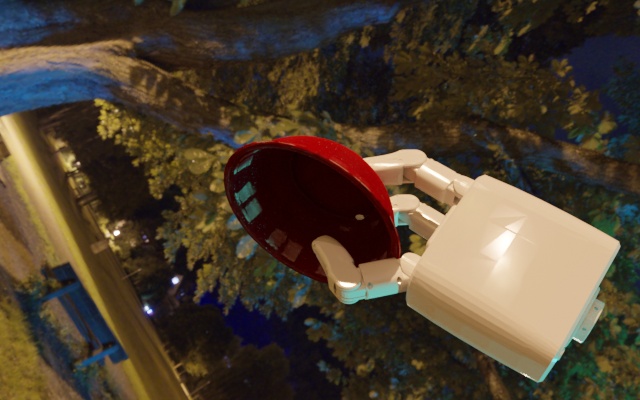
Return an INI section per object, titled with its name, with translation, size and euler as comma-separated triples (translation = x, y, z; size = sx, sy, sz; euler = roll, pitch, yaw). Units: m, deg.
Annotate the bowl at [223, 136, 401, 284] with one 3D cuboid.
[bowl]
translation = -0.001, 0.000, 0.405
size = 0.162, 0.162, 0.055
euler = 0, 42, 37
